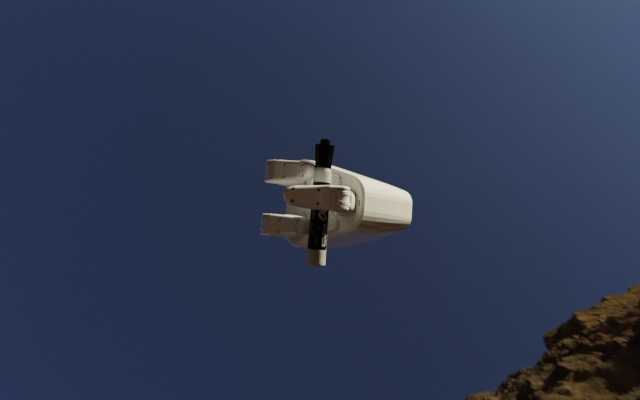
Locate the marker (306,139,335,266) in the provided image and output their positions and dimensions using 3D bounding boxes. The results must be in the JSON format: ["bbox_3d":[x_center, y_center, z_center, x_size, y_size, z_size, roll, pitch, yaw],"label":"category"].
[{"bbox_3d":[0.000,0.001,0.457,0.020,0.121,0.020,5,-3,0],"label":"marker"}]
